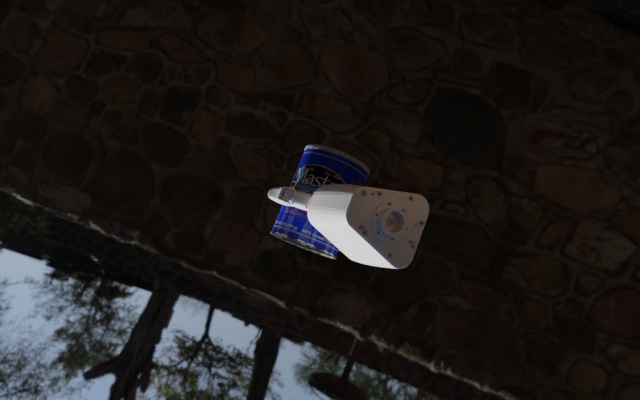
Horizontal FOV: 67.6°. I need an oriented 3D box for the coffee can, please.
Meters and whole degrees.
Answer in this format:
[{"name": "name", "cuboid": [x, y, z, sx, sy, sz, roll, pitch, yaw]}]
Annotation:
[{"name": "coffee can", "cuboid": [0.000, 0.002, 0.702, 0.103, 0.140, 0.103, 21, -9, 3]}]
